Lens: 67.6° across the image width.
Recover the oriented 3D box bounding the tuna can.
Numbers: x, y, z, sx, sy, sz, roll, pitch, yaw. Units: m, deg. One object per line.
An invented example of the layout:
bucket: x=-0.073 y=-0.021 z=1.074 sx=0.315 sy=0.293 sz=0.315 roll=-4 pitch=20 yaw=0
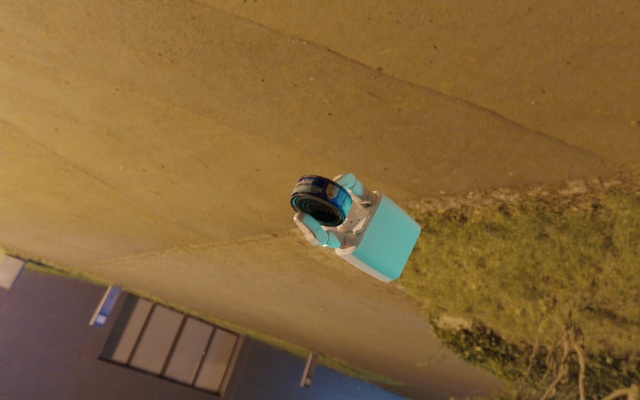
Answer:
tuna can: x=0.000 y=0.003 z=0.679 sx=0.086 sy=0.033 sz=0.086 roll=18 pitch=-27 yaw=10
